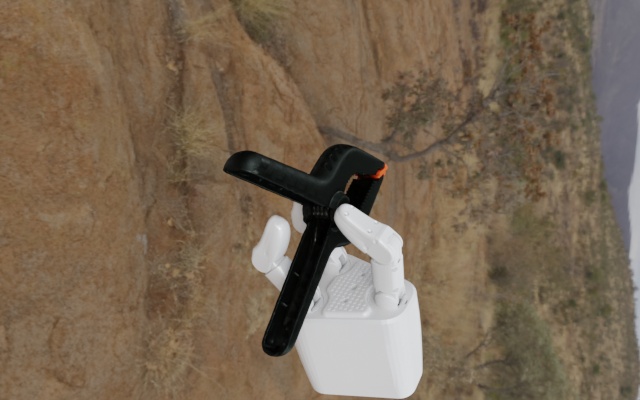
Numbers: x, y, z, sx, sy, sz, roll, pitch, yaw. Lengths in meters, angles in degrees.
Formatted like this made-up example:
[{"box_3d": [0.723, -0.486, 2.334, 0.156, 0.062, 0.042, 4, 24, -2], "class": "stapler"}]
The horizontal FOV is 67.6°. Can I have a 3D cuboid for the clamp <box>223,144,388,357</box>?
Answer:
[{"box_3d": [0.001, 0.001, 0.401, 0.036, 0.165, 0.210, 9, 36, 30], "class": "clamp"}]
